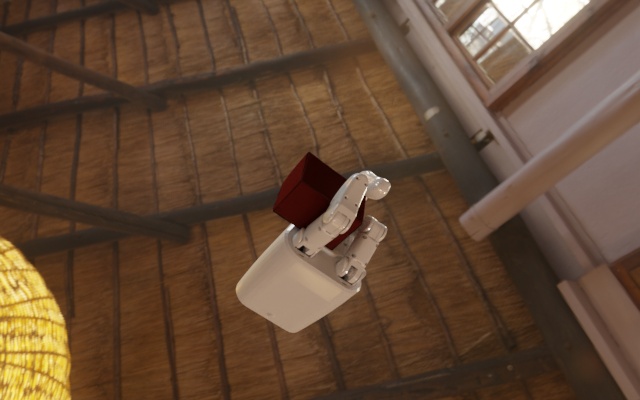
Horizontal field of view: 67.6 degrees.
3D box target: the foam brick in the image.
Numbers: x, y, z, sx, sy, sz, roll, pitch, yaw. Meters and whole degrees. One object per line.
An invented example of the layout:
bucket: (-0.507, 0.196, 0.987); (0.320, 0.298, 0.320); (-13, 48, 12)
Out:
foam brick: (0.000, 0.001, 0.482); (0.078, 0.053, 0.051); (36, -55, -16)
